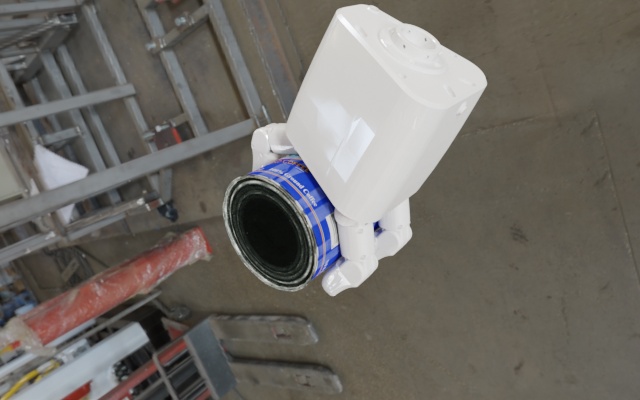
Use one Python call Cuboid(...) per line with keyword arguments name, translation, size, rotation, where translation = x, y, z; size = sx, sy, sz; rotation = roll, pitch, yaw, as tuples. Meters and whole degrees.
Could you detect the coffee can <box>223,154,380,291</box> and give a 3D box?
Cuboid(name="coffee can", translation=(0.000, 0.001, 0.426), size=(0.103, 0.103, 0.140), rotation=(0, 22, 42))
